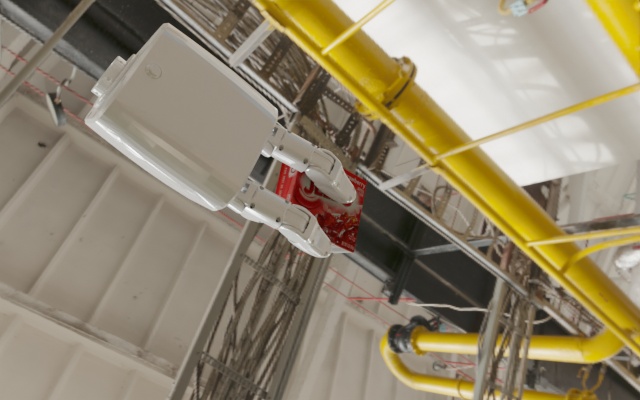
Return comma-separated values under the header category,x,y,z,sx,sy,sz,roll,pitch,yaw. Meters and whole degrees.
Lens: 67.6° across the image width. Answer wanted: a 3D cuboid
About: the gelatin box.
category,x,y,z,sx,sy,sz,roll,pitch,yaw
gelatin box,0.000,0.002,0.436,0.030,0.073,0.089,-6,-25,45
